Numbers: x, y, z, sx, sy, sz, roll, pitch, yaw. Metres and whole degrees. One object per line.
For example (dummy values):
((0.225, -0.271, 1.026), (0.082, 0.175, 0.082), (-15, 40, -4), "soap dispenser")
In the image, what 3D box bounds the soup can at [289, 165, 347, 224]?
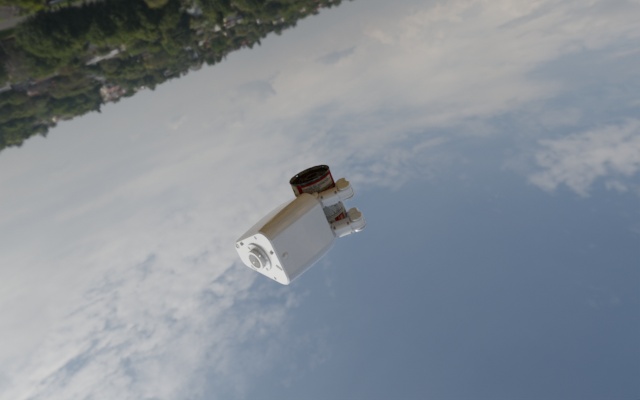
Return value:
((0.000, 0.003, 0.771), (0.068, 0.102, 0.068), (-20, 21, 8), "soup can")
